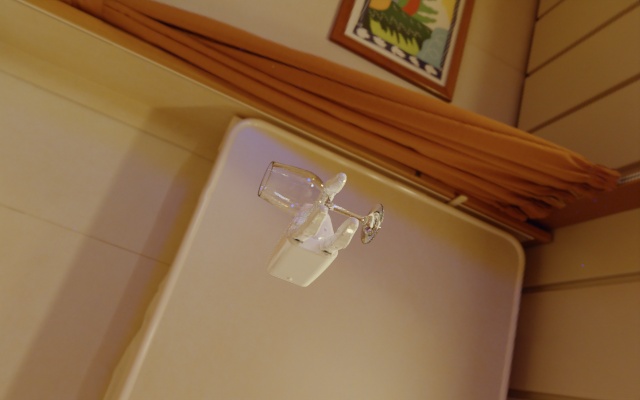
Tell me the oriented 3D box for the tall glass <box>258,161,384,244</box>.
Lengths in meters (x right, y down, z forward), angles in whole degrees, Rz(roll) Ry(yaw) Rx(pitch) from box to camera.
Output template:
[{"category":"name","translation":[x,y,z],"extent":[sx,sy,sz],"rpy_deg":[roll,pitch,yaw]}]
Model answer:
[{"category":"tall glass","translation":[0.001,0.003,0.790],"extent":[0.201,0.079,0.079],"rpy_deg":[23,-6,-15]}]
